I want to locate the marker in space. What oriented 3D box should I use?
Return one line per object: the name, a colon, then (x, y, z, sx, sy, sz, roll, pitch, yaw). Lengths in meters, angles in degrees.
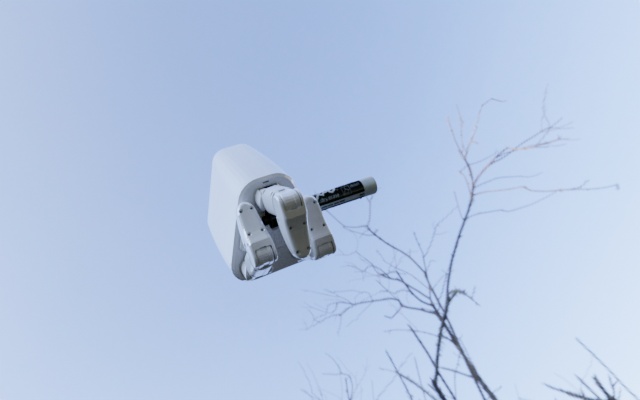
marker: (0.000, 0.002, 0.465, 0.121, 0.020, 0.020, -19, 7, -21)
